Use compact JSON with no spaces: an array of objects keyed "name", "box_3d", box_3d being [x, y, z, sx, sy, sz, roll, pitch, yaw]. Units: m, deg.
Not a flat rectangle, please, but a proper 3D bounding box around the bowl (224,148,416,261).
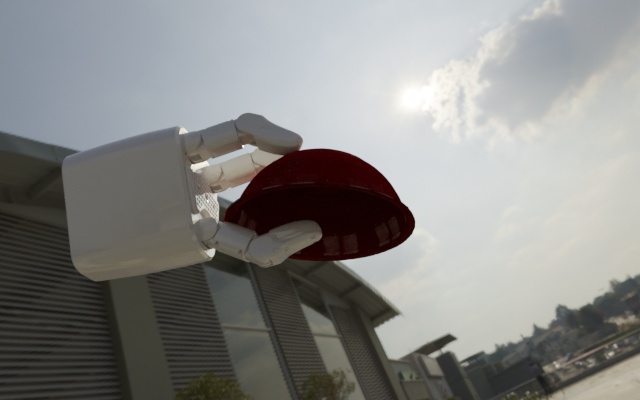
[{"name":"bowl","box_3d":[0.001,0.001,0.419,0.162,0.055,0.162,2,-27,1]}]
